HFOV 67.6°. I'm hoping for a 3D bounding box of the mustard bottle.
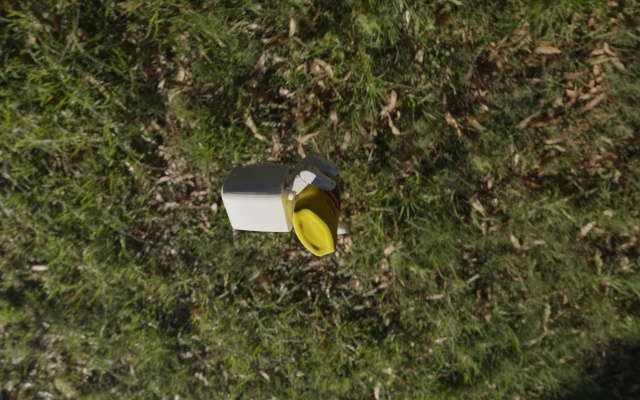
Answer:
[{"bbox_3d":[0.000,0.003,0.824,0.058,0.096,0.191,-22,26,19],"label":"mustard bottle"}]
